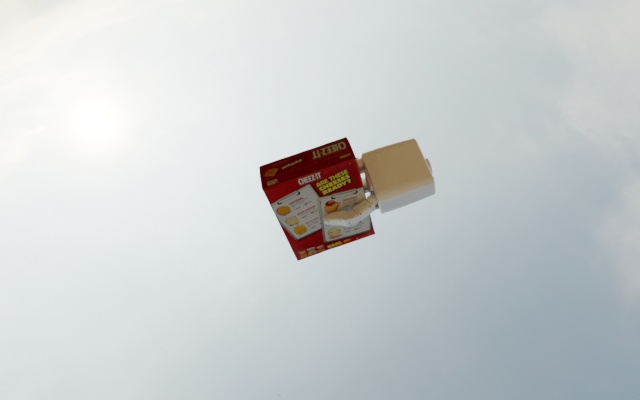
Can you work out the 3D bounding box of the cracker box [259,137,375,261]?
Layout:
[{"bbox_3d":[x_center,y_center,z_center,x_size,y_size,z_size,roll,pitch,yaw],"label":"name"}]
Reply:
[{"bbox_3d":[0.000,0.003,0.874,0.164,0.072,0.214,-19,-43,1],"label":"cracker box"}]
